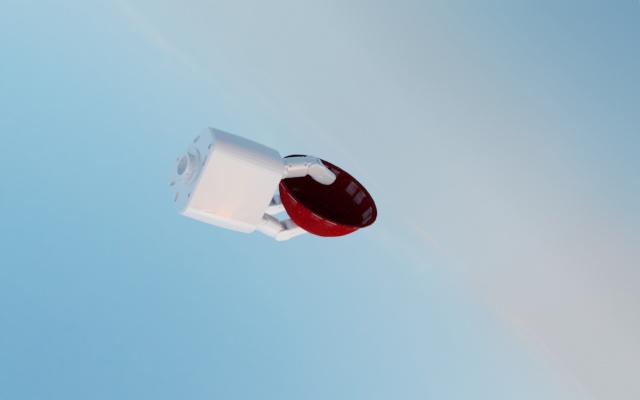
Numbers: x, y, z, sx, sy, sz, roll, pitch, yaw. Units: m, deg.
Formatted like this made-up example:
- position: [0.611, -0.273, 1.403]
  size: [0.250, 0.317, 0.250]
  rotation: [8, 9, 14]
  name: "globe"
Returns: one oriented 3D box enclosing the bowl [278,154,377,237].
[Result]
- position: [0.001, 0.003, 0.696]
  size: [0.162, 0.055, 0.162]
  rotation: [22, 31, -14]
  name: "bowl"
